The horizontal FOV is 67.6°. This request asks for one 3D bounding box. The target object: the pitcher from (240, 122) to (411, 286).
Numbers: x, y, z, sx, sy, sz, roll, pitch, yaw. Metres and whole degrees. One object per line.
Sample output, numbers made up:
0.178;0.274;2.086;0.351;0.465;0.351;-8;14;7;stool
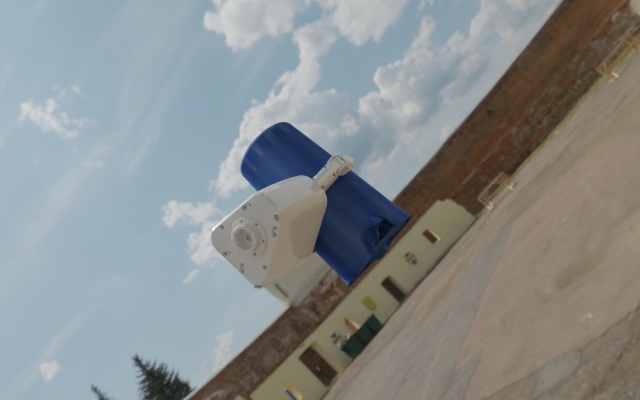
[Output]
0.000;0.002;0.708;0.243;0.149;0.145;42;27;13;pitcher
